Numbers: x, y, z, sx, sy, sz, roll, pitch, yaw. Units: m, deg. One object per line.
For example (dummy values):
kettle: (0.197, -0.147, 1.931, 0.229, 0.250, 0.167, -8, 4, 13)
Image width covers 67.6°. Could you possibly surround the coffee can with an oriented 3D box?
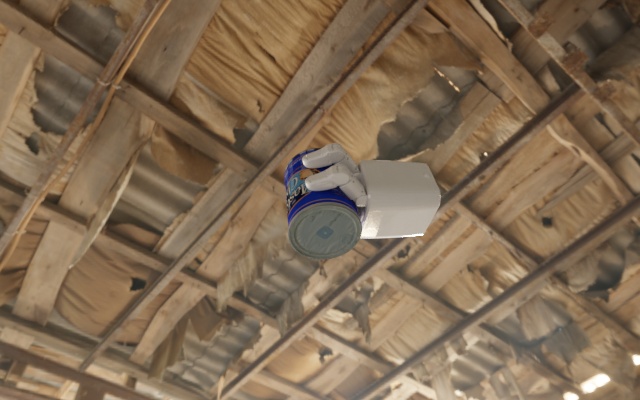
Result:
coffee can: (0.000, 0.002, 0.708, 0.103, 0.103, 0.140, 0, 39, -7)
